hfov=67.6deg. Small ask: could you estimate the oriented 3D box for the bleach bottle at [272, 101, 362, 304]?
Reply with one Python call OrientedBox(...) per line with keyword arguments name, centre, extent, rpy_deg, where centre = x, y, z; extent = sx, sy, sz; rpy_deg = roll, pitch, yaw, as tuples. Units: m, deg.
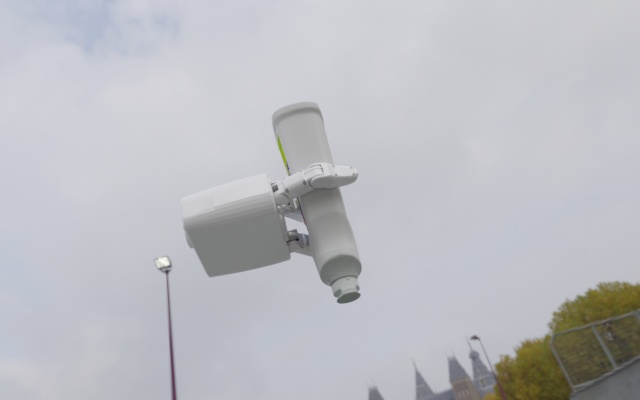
OrientedBox(name="bleach bottle", centre=(0.000, 0.002, 0.585), extent=(0.068, 0.250, 0.103), rpy_deg=(-15, -32, -3))
